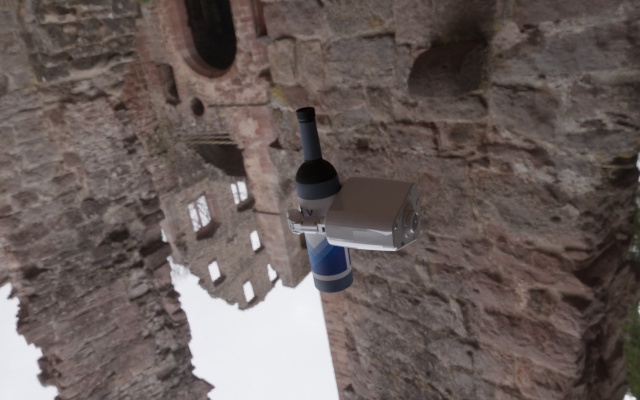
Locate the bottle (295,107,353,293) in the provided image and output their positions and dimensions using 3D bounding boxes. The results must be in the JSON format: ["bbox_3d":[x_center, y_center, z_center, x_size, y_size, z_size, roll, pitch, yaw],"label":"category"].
[{"bbox_3d":[0.000,0.003,0.743,0.069,0.296,0.069,-8,23,3],"label":"bottle"}]
